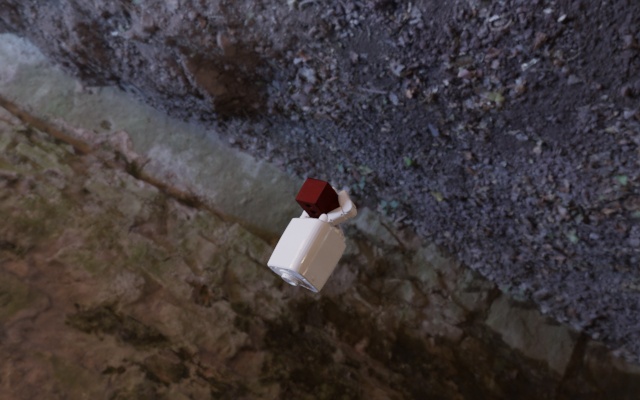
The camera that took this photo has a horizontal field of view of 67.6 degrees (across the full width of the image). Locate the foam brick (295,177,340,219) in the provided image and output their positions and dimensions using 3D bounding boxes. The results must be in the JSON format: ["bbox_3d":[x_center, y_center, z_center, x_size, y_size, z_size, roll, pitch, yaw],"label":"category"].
[{"bbox_3d":[0.000,0.003,0.897,0.053,0.051,0.078,13,-27,41],"label":"foam brick"}]
